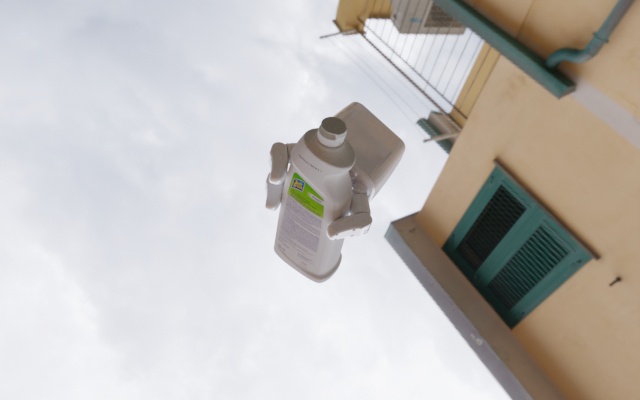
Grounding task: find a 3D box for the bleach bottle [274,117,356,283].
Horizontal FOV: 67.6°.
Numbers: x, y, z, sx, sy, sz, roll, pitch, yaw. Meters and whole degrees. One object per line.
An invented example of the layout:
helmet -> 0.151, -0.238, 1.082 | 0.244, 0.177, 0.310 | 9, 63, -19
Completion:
bleach bottle -> 0.000, 0.002, 0.609 | 0.102, 0.251, 0.068 | 32, 51, 14
